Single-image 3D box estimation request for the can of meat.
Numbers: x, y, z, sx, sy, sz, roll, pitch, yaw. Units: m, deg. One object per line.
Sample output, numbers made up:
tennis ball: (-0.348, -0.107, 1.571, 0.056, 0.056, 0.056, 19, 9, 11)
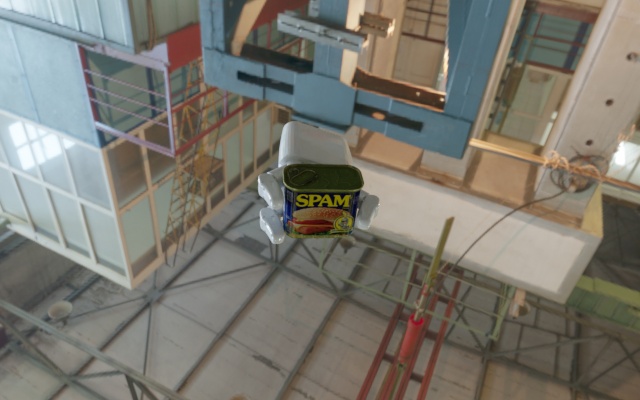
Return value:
can of meat: (0.000, 0.002, 0.628, 0.102, 0.084, 0.057, 0, 38, -8)
